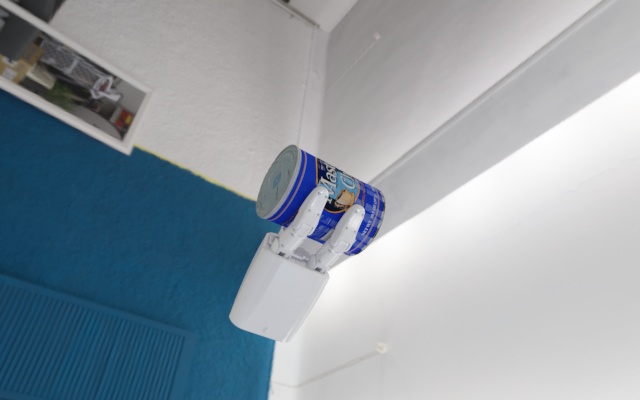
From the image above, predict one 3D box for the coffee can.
[{"bbox_3d":[0.000,0.002,0.636,0.140,0.103,0.103,26,-11,-23],"label":"coffee can"}]
